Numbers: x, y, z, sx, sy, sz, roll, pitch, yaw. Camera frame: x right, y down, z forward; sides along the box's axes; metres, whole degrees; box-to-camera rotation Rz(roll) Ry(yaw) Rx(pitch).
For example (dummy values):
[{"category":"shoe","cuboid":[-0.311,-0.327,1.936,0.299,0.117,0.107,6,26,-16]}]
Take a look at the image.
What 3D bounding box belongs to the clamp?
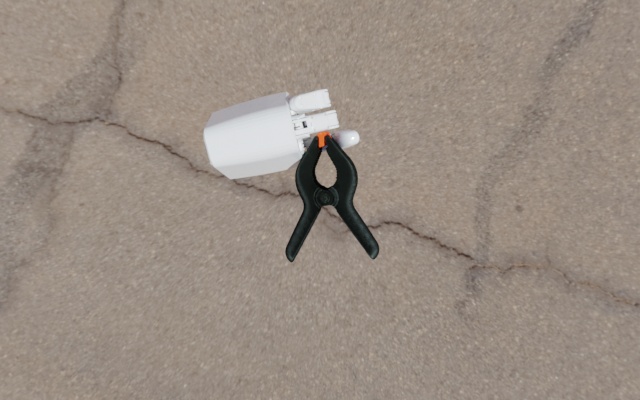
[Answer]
[{"category":"clamp","cuboid":[0.000,0.002,0.605,0.120,0.171,0.039,-12,4,4]}]
